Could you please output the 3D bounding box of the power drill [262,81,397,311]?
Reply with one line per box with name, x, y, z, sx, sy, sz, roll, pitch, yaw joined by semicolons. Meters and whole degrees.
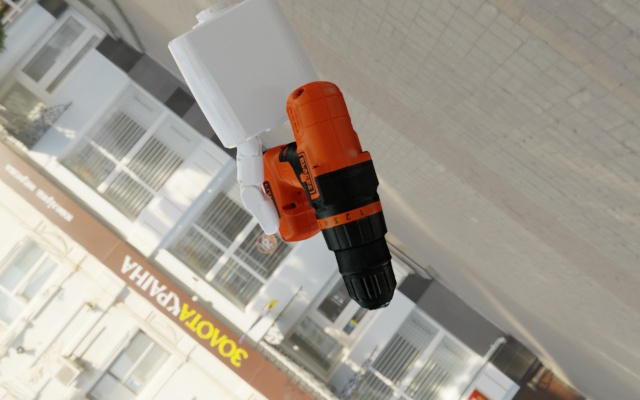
power drill;0.000;0.001;0.441;0.057;0.184;0.187;-16;1;-19
